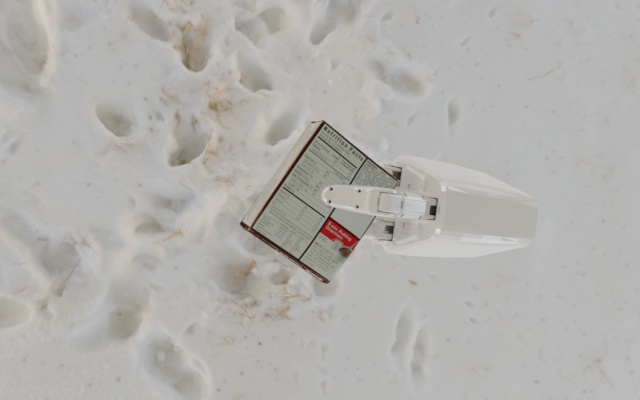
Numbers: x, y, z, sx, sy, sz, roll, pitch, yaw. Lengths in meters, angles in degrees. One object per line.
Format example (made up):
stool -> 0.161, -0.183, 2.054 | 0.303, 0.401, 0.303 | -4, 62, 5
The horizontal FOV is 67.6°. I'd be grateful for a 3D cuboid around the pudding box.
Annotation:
pudding box -> 0.000, 0.001, 0.412 | 0.090, 0.113, 0.039 | 37, -9, -18
